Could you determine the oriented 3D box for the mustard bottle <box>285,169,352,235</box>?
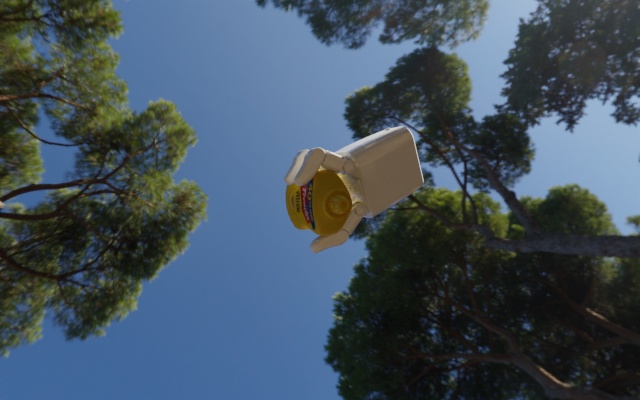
[{"bbox_3d":[0.000,0.002,0.710,0.058,0.096,0.191,-2,3,-20],"label":"mustard bottle"}]
